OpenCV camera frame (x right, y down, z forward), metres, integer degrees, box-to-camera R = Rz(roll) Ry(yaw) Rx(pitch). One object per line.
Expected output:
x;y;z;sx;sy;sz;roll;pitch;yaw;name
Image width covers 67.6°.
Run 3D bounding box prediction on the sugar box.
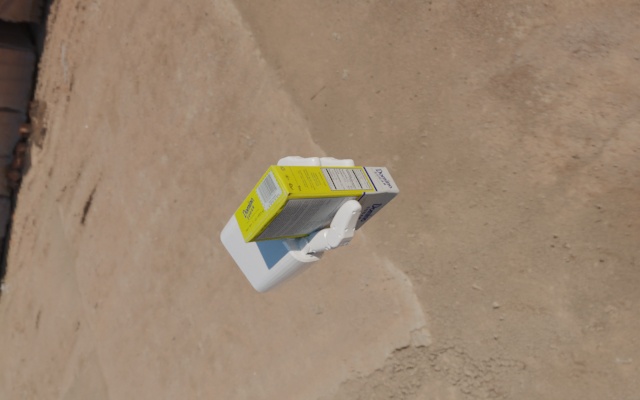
0.000;0.001;0.553;0.176;0.048;0.093;-5;-31;-44;sugar box
